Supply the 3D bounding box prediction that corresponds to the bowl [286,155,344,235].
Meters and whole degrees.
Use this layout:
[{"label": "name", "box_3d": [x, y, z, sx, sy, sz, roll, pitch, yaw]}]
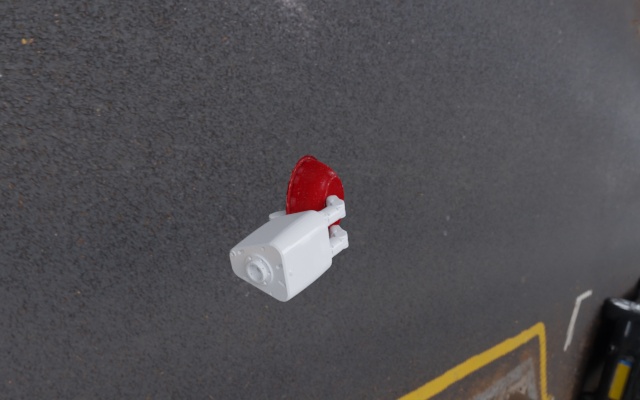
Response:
[{"label": "bowl", "box_3d": [0.001, 0.002, 0.828, 0.055, 0.162, 0.162, 4, 1, 23]}]
